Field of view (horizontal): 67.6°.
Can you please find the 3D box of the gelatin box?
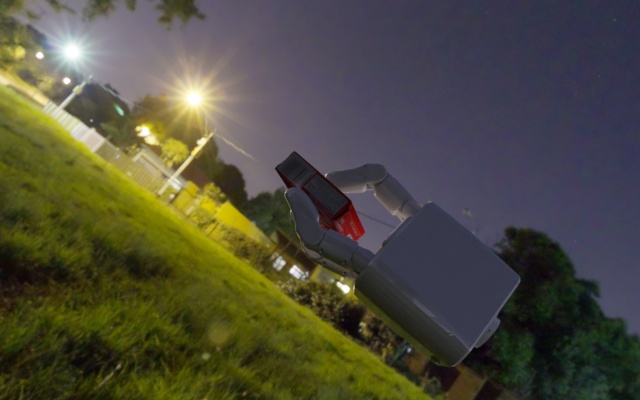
[{"bbox_3d":[0.000,0.001,0.479,0.089,0.030,0.073,43,-10,28],"label":"gelatin box"}]
